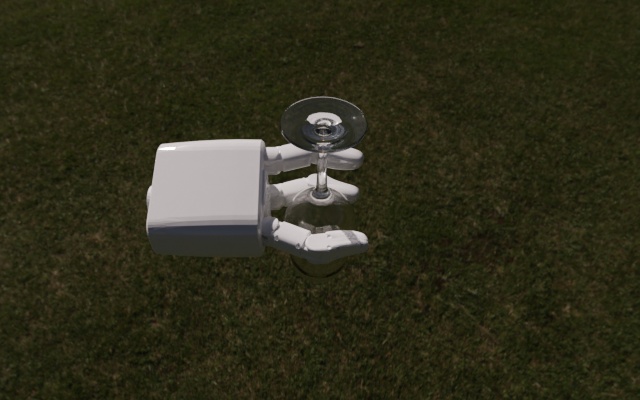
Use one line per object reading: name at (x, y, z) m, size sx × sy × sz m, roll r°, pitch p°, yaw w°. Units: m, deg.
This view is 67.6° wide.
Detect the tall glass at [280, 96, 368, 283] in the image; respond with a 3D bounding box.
tall glass at (0.000, 0.001, 0.474) m, size 0.079 × 0.079 × 0.201 m, roll 0°, pitch -42°, yaw -1°
